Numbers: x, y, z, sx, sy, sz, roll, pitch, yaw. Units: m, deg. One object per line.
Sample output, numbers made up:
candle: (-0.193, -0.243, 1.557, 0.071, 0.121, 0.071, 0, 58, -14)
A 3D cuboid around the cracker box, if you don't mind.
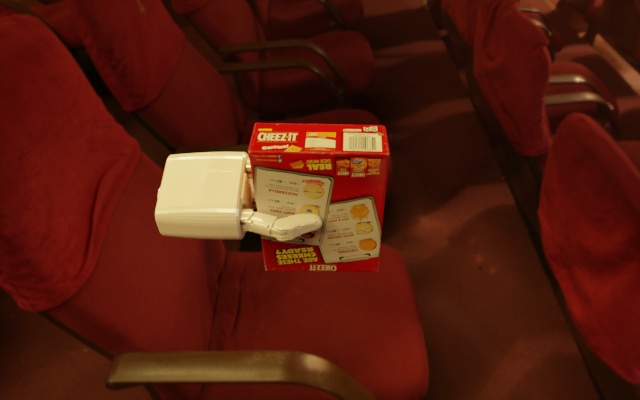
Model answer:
cracker box: (0.000, 0.002, 0.634, 0.164, 0.214, 0.072, 1, 43, 3)
